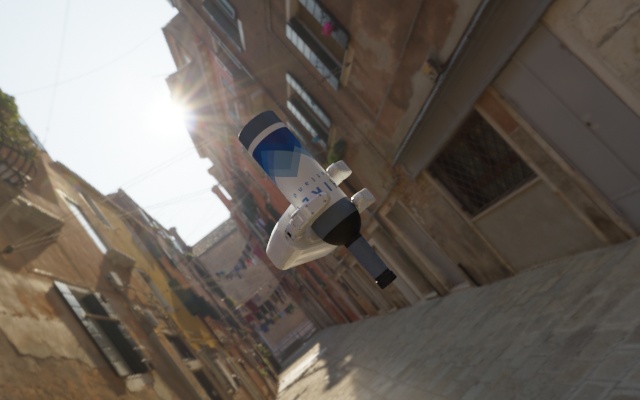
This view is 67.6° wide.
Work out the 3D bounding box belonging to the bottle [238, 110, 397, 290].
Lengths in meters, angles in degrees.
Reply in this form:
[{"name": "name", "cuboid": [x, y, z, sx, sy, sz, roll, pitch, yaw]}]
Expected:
[{"name": "bottle", "cuboid": [0.000, 0.002, 0.673, 0.069, 0.295, 0.069, -39, -10, -8]}]
